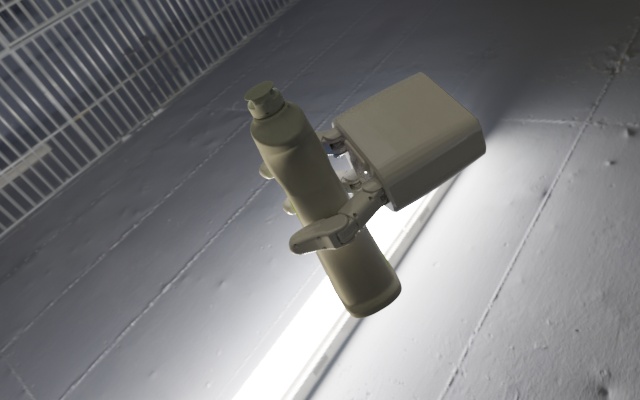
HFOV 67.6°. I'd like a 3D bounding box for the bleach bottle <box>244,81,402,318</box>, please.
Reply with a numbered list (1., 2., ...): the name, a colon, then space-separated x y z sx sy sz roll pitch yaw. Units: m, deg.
1. bleach bottle: 0.000 0.002 0.466 0.068 0.251 0.102 -31 35 -3
